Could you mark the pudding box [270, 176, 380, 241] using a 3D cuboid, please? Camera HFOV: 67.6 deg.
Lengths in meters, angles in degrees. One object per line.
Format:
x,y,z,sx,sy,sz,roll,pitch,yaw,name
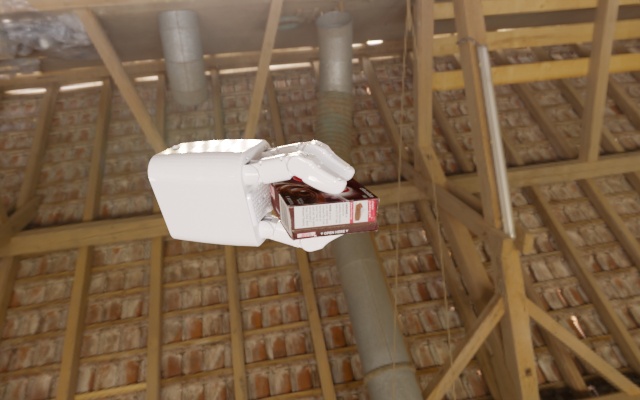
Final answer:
0.000,0.002,0.497,0.090,0.039,0.113,-6,20,-14,pudding box
